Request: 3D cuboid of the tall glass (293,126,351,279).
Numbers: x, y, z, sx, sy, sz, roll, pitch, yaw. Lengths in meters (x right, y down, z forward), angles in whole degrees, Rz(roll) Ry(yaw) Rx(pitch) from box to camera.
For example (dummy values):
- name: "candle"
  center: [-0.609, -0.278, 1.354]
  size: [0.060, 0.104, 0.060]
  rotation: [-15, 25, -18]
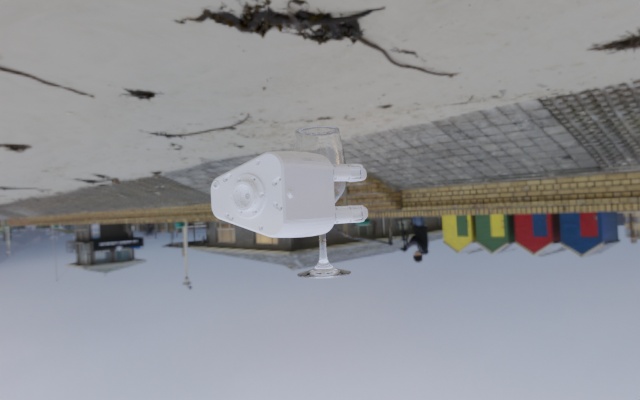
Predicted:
- name: "tall glass"
  center: [0.000, 0.003, 0.658]
  size: [0.079, 0.201, 0.079]
  rotation: [-3, -1, 0]
